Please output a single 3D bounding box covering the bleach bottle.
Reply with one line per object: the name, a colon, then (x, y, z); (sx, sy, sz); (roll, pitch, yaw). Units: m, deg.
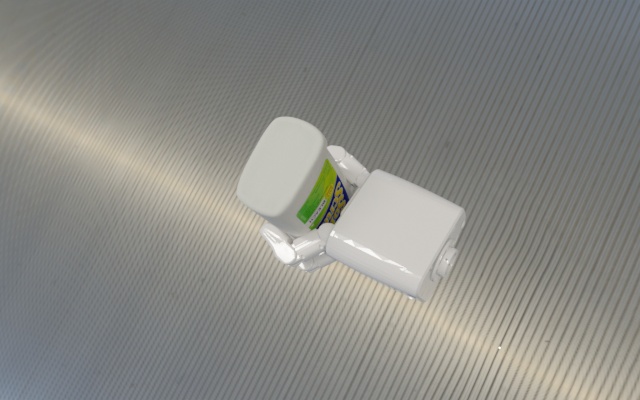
bleach bottle: (0.000, 0.002, 0.560); (0.068, 0.102, 0.251); (27, -6, 25)
